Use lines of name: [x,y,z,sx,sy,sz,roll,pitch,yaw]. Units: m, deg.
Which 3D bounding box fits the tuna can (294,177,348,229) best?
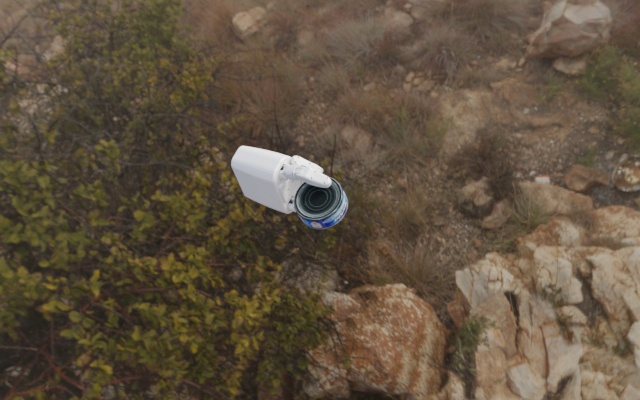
tuna can: [0.000,0.002,0.788,0.086,0.086,0.034,0,-29,19]
